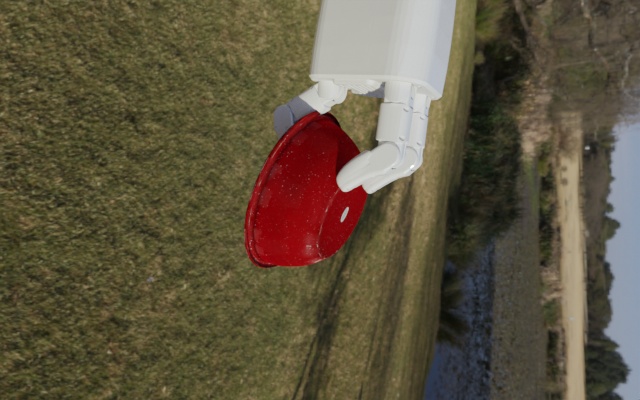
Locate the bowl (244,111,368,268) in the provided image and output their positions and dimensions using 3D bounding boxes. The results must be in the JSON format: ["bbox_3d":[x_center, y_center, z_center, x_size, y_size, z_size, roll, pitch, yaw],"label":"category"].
[{"bbox_3d":[0.000,0.003,0.449,0.055,0.162,0.162,25,10,22],"label":"bowl"}]
